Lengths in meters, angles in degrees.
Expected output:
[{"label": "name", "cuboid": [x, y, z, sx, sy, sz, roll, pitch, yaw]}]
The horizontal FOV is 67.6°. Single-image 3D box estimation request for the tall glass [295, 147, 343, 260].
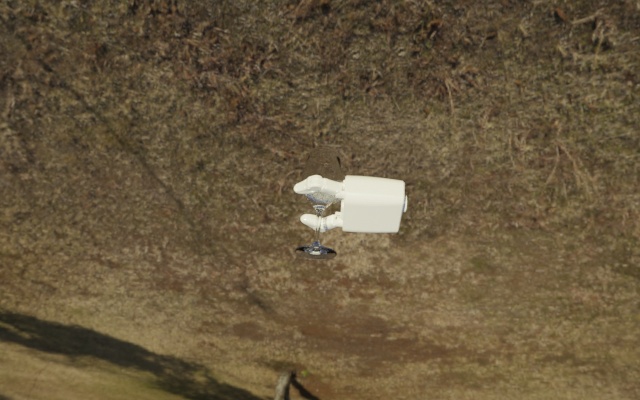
[{"label": "tall glass", "cuboid": [0.000, 0.003, 0.882, 0.079, 0.201, 0.079, 4, -24, 2]}]
